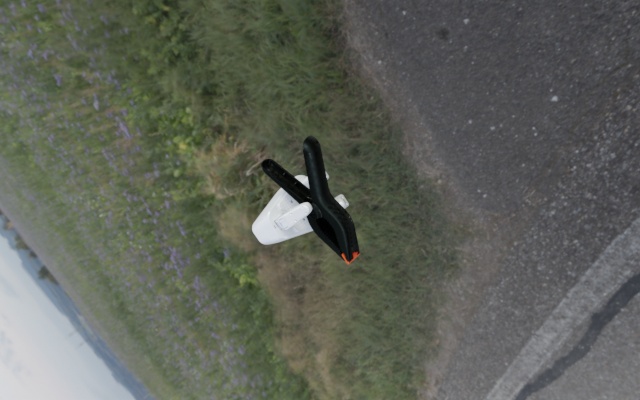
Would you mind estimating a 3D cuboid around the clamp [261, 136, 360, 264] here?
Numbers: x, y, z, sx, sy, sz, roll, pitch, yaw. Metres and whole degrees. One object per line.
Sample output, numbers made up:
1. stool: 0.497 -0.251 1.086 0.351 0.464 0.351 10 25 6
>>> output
1. clamp: 0.000 0.003 0.721 0.036 0.210 0.164 -38 4 -28
